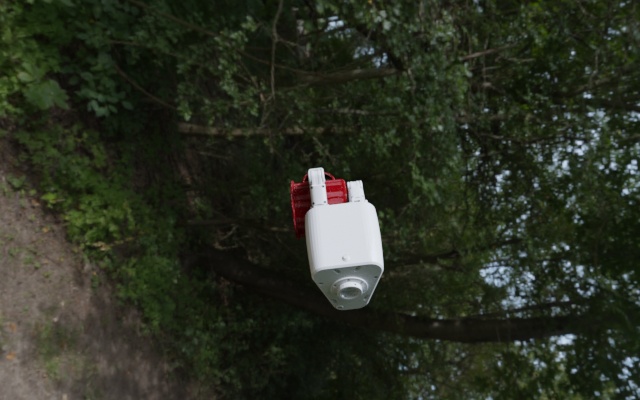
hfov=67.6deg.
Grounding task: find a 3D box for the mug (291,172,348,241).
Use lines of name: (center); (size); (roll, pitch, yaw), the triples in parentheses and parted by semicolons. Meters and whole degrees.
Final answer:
mug: (0.000, 0.001, 0.737); (0.081, 0.117, 0.093); (-6, -40, 2)
